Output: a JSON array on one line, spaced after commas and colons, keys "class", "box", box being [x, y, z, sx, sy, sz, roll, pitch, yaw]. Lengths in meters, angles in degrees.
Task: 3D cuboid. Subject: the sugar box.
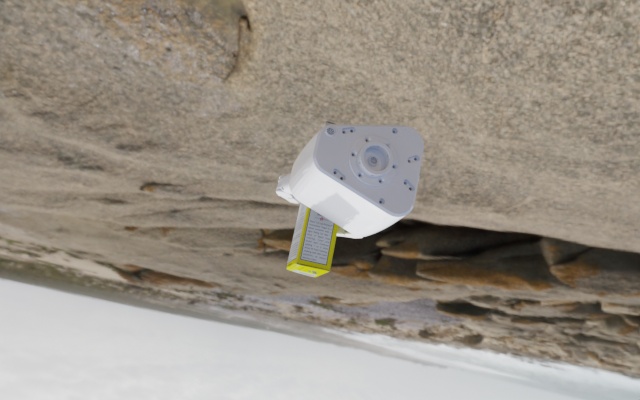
[{"class": "sugar box", "box": [0.001, 0.002, 0.592, 0.048, 0.176, 0.093, 16, -15, -8]}]
